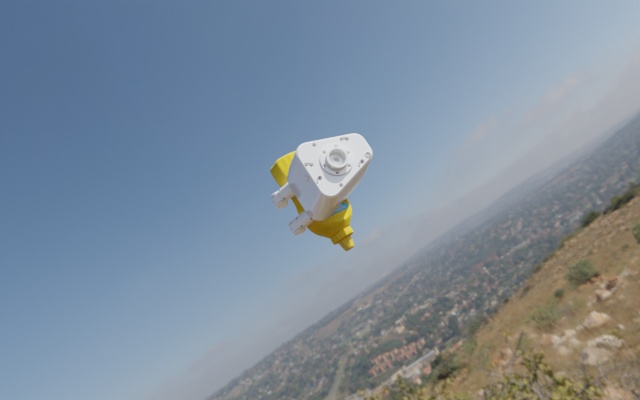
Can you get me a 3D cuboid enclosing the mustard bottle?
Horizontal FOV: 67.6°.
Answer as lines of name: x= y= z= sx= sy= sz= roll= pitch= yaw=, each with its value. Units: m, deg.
mustard bottle: x=0.000 y=0.003 z=0.826 sx=0.096 sy=0.191 sz=0.058 roll=-23 pitch=-15 yaw=-41
